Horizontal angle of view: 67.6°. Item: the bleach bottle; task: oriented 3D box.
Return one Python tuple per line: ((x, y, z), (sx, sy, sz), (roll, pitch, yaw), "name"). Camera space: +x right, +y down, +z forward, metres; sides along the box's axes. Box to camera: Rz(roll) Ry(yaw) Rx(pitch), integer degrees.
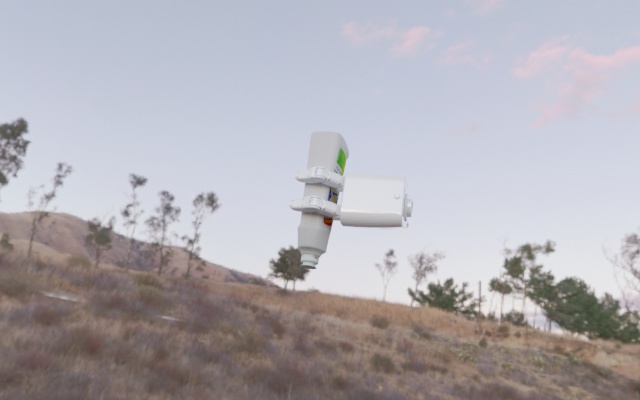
((0.000, 0.003, 0.875), (0.068, 0.250, 0.103), (3, -21, 15), "bleach bottle")
